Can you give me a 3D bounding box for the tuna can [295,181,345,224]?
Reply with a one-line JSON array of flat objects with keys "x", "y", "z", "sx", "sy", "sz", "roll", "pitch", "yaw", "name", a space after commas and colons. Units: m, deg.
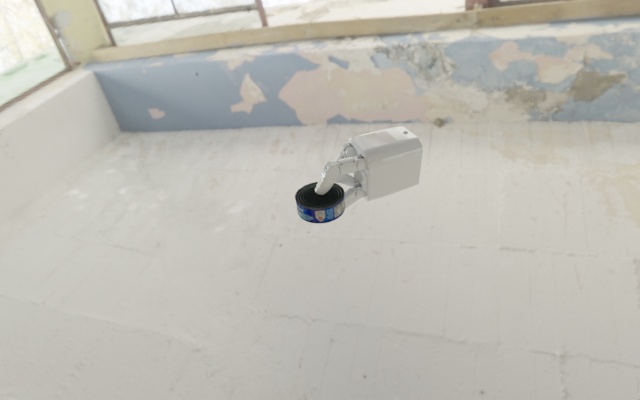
[{"x": 0.000, "y": 0.003, "z": 0.825, "sx": 0.086, "sy": 0.034, "sz": 0.086, "roll": -4, "pitch": 33, "yaw": 3, "name": "tuna can"}]
